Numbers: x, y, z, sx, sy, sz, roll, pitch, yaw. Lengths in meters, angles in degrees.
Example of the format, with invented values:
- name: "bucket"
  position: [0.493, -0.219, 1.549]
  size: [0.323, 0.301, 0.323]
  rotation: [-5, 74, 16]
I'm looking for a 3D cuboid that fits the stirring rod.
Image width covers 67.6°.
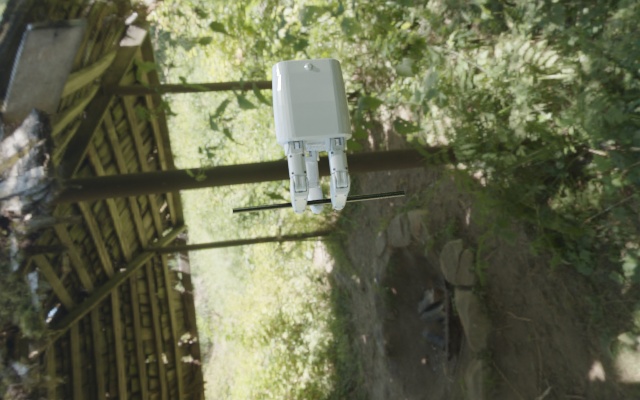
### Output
- name: "stirring rod"
  position: [0.000, 0.002, 0.660]
  size: [0.239, 0.011, 0.011]
  rotation: [-6, 1, -9]
